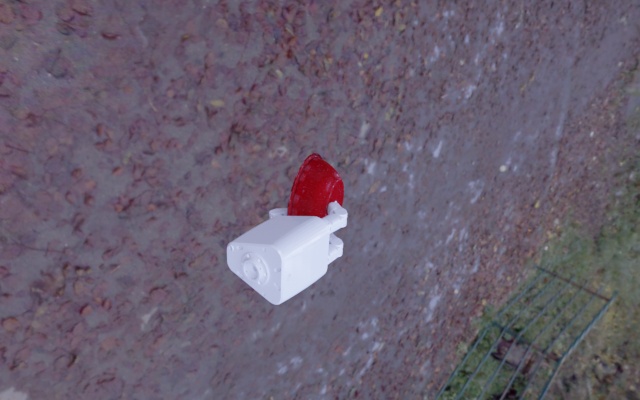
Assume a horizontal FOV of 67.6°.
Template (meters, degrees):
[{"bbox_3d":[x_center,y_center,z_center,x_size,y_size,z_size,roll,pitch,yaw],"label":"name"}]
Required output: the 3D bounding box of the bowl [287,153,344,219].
[{"bbox_3d":[0.001,0.002,0.821,0.055,0.162,0.162,13,4,18],"label":"bowl"}]
